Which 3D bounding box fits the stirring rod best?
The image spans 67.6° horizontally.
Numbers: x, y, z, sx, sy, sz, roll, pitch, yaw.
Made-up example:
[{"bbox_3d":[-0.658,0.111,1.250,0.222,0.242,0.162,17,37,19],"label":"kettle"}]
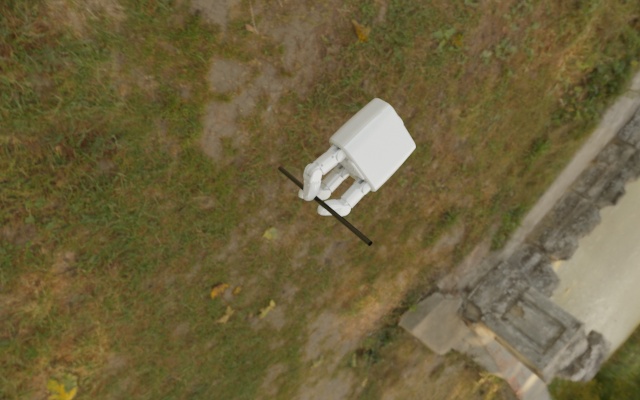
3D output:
[{"bbox_3d":[0.000,0.002,0.756,0.011,0.011,0.239,0,29,-43],"label":"stirring rod"}]
